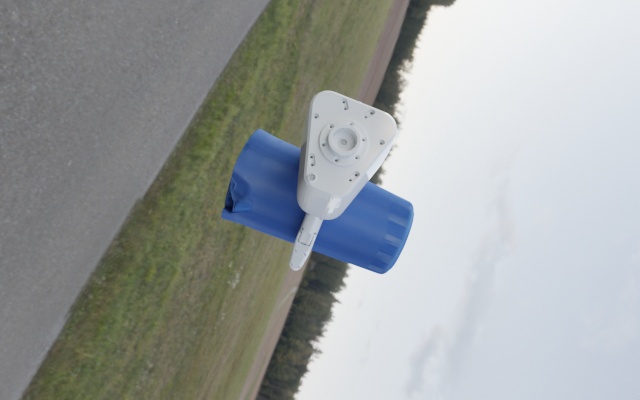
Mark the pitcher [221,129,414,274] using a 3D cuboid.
[{"bbox_3d":[0.000,0.002,0.663,0.243,0.149,0.145,23,-15,1],"label":"pitcher"}]
